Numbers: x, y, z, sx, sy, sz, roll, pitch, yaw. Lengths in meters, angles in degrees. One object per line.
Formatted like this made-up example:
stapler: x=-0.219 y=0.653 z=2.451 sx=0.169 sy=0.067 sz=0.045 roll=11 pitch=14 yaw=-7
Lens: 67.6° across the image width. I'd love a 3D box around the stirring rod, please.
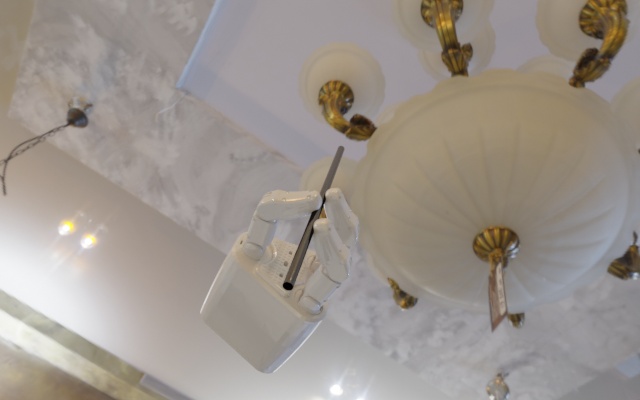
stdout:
stirring rod: x=0.000 y=0.002 z=0.445 sx=0.011 sy=0.011 sz=0.239 roll=0 pitch=30 yaw=13
